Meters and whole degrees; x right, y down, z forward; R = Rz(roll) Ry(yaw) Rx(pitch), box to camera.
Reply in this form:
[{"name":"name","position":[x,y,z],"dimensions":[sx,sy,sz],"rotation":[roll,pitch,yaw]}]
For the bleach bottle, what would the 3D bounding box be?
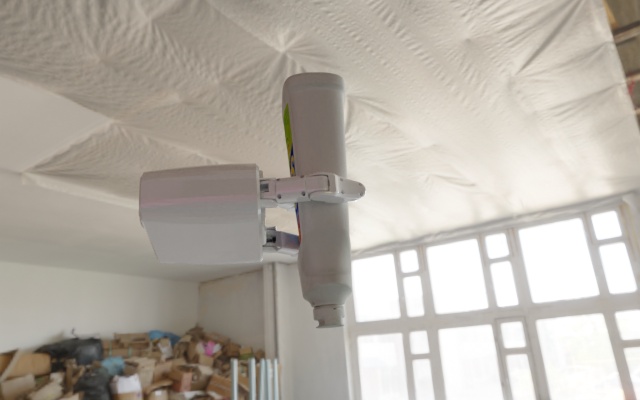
[{"name":"bleach bottle","position":[0.000,0.002,0.495],"dimensions":[0.068,0.250,0.103],"rotation":[-3,-19,-7]}]
